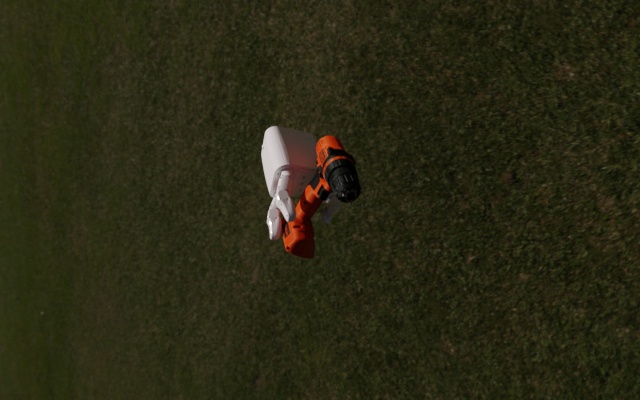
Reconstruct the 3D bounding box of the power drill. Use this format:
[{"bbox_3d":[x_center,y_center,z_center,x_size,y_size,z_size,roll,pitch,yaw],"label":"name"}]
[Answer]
[{"bbox_3d":[0.000,0.003,0.794,0.057,0.188,0.184,21,25,-20],"label":"power drill"}]
